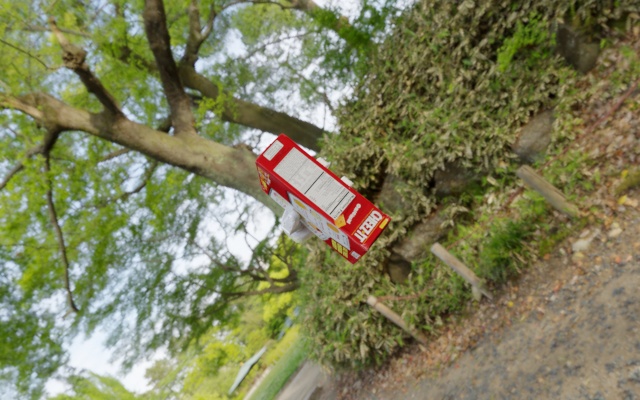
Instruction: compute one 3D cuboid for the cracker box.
[{"bbox_3d":[0.000,0.003,0.774,0.213,0.072,0.164,38,-13,6],"label":"cracker box"}]
